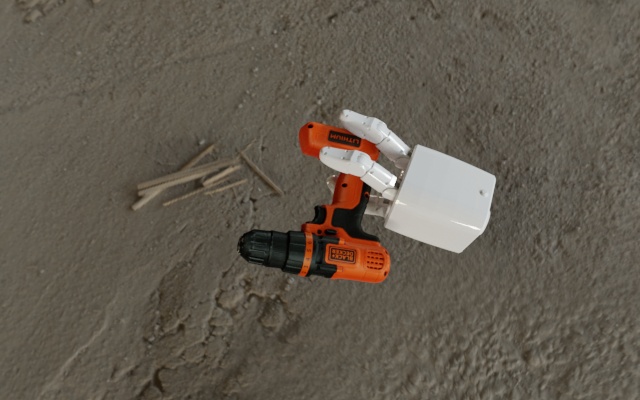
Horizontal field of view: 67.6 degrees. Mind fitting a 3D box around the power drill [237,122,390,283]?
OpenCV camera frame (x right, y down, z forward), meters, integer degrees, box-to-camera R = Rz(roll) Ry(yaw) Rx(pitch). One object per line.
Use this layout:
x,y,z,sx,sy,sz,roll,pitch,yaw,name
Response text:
0.000,0.002,0.589,0.184,0.187,0.057,11,-17,-15,power drill
